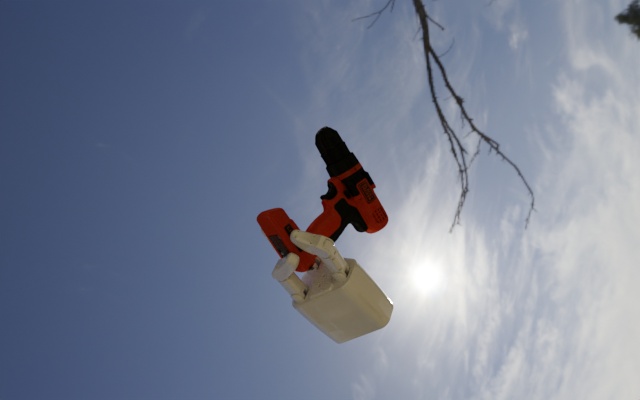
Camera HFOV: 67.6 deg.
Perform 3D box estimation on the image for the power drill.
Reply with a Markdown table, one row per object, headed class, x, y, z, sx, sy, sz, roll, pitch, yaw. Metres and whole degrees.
| class | x | y | z | sx | sy | sz | roll | pitch | yaw |
| --- | --- | --- | --- | --- | --- | --- | --- | --- | --- |
| power drill | 0.000 | 0.003 | 0.713 | 0.187 | 0.184 | 0.057 | -36 | 8 | -27 |
